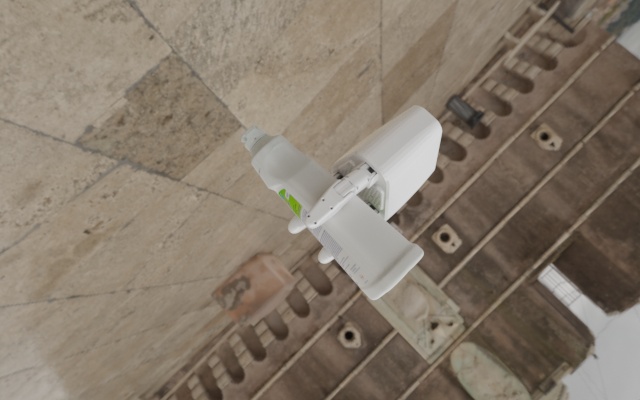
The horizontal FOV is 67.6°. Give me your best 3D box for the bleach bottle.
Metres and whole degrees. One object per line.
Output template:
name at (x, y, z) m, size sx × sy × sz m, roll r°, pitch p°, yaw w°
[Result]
bleach bottle at (0.000, 0.002, 0.561) m, size 0.068 × 0.251 × 0.103 m, roll -41°, pitch -10°, yaw -19°
